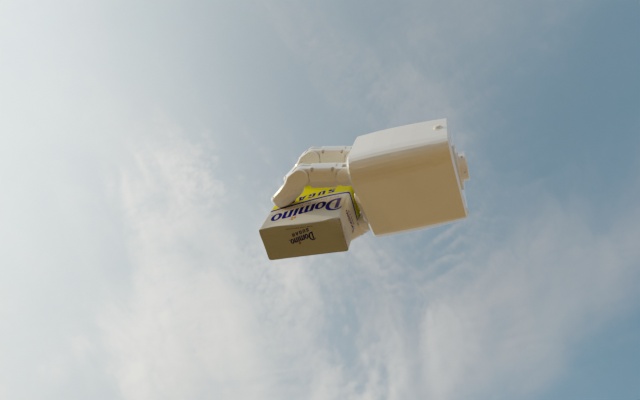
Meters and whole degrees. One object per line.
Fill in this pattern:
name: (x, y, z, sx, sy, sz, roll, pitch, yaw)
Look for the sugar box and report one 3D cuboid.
sugar box: (0.000, 0.001, 0.568, 0.093, 0.048, 0.176, -9, 22, 18)
